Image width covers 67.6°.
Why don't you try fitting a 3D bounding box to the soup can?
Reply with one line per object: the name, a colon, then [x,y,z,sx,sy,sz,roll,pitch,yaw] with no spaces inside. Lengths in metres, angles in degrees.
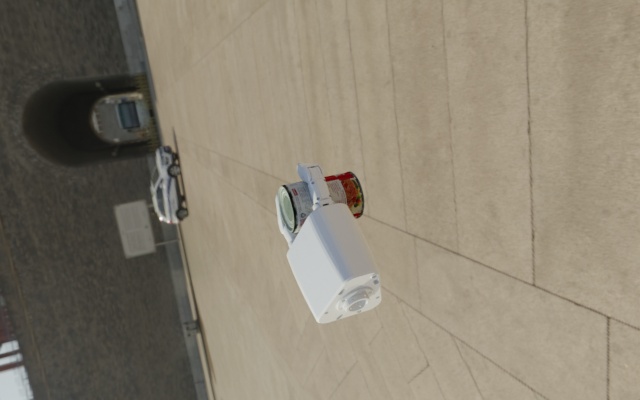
soup can: [0.000,0.002,0.659,0.102,0.068,0.068,-12,4,-19]
